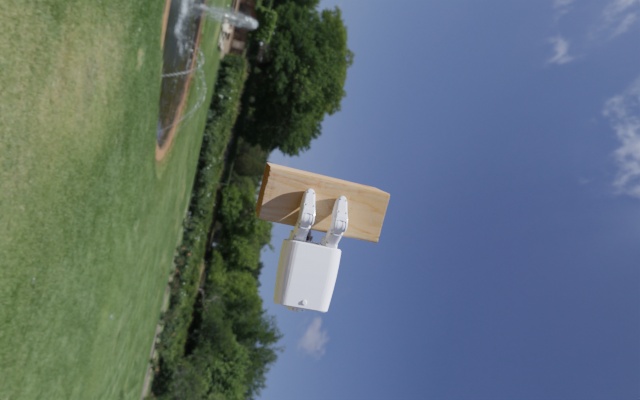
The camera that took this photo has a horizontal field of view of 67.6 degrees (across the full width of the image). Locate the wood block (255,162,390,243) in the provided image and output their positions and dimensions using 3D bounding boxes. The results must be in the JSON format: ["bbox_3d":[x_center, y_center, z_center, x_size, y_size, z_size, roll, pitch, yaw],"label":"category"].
[{"bbox_3d":[0.000,0.003,0.823,0.206,0.090,0.091,13,6,-13],"label":"wood block"}]
